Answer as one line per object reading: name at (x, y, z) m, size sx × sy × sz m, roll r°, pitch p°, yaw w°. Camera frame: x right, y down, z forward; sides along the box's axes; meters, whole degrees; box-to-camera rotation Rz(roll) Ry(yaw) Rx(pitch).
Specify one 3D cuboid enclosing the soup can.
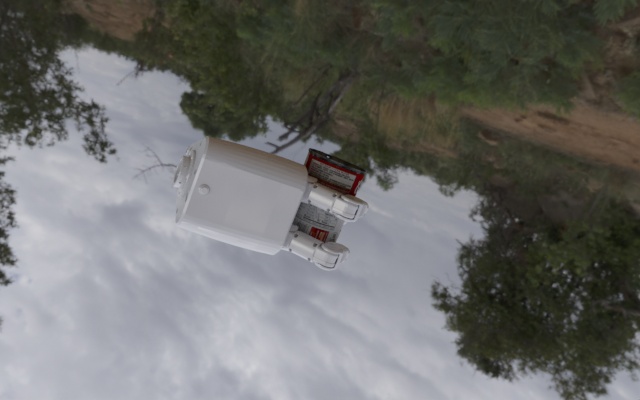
soup can at (0.000, 0.002, 0.530) m, size 0.068 × 0.102 × 0.068 m, roll 22°, pitch 9°, yaw -4°
